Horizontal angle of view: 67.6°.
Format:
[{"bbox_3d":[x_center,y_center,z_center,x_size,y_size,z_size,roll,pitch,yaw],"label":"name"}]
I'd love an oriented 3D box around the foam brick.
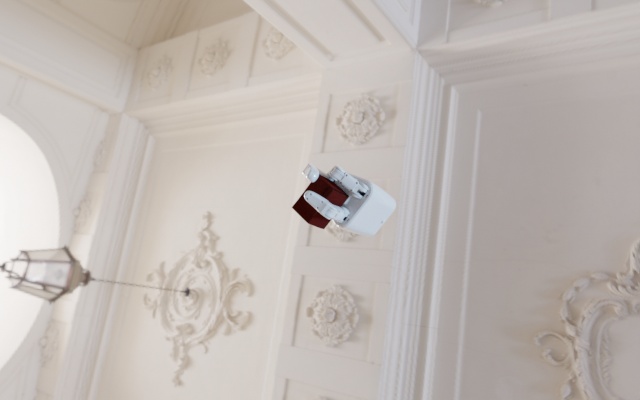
[{"bbox_3d":[0.000,0.003,0.844,0.053,0.078,0.051,45,12,36],"label":"foam brick"}]
